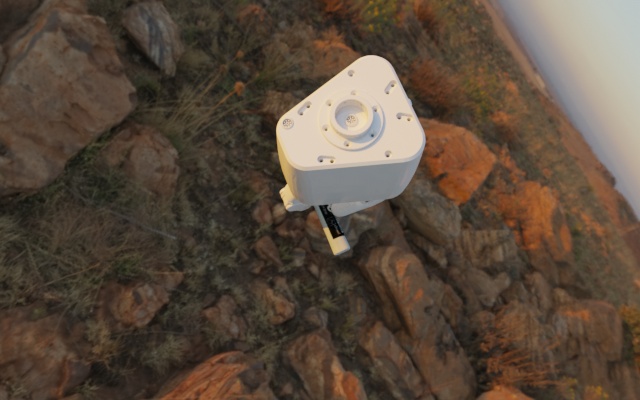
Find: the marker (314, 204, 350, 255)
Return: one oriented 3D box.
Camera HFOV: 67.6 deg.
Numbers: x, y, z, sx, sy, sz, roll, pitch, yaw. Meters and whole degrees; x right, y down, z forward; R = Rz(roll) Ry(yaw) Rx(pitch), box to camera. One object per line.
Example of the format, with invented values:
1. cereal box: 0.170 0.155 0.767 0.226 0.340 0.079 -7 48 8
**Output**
1. marker: 0.000 0.002 0.528 0.020 0.121 0.020 -22 -12 -5
